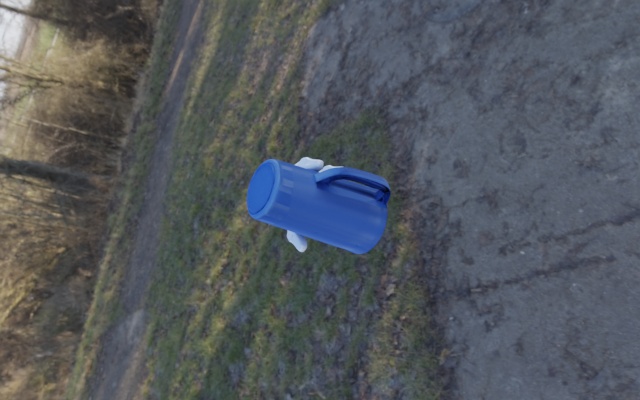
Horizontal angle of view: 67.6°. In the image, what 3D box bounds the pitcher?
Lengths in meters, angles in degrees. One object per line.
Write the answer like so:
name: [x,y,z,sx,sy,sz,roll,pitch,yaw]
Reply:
pitcher: [0.000,0.003,0.867,0.243,0.149,0.145,18,-2,-33]
